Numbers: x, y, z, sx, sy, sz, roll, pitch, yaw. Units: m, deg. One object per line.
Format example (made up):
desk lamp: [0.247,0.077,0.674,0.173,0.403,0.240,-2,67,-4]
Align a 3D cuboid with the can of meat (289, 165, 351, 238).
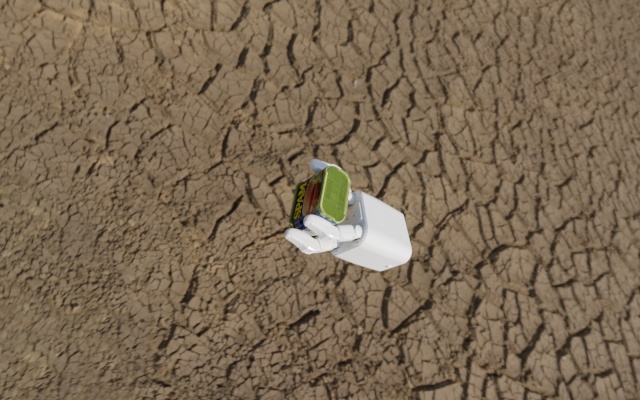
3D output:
can of meat: [0.000,0.002,0.773,0.057,0.102,0.084,28,-35,-26]
